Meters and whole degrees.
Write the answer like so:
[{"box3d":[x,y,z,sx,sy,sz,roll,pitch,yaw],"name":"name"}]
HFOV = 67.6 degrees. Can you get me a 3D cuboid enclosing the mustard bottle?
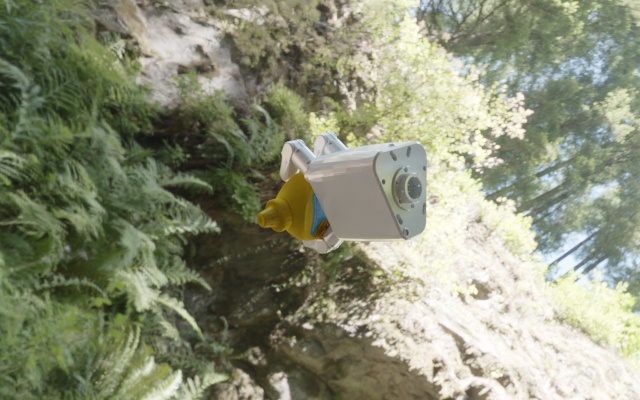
[{"box3d":[0.000,0.002,0.631,0.191,0.096,0.058,-18,34,-39],"name":"mustard bottle"}]
